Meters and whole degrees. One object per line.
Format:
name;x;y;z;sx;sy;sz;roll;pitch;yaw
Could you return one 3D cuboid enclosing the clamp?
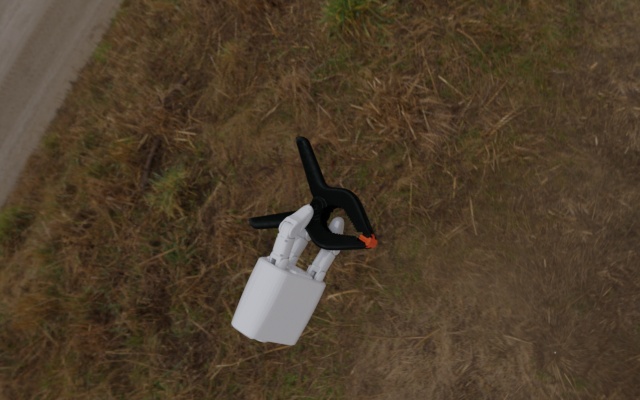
clamp;0.000;0.003;0.715;0.210;0.164;0.036;25;2;30
